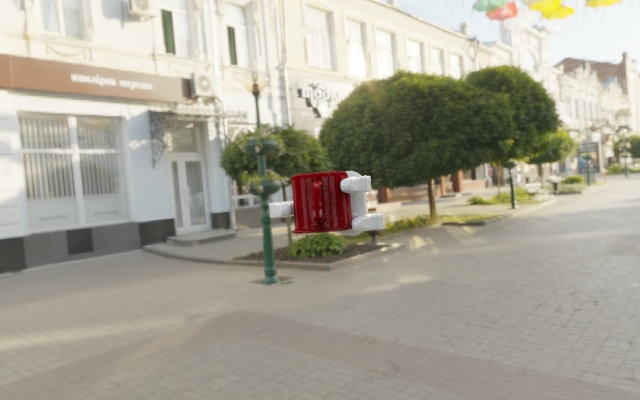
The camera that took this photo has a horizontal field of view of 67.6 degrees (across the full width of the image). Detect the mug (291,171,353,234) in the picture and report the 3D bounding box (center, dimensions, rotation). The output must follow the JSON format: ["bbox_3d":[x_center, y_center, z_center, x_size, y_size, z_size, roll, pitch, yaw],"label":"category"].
[{"bbox_3d":[0.000,0.002,0.668,0.093,0.081,0.117,-5,1,8],"label":"mug"}]
